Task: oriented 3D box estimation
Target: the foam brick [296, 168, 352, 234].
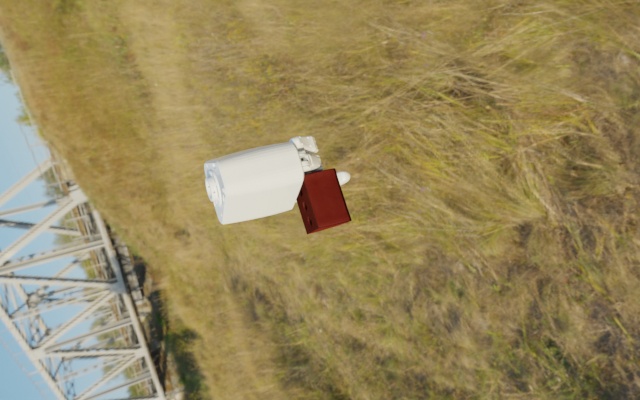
[{"bbox_3d":[0.000,0.002,0.666,0.051,0.078,0.053,-15,-7,-24],"label":"foam brick"}]
